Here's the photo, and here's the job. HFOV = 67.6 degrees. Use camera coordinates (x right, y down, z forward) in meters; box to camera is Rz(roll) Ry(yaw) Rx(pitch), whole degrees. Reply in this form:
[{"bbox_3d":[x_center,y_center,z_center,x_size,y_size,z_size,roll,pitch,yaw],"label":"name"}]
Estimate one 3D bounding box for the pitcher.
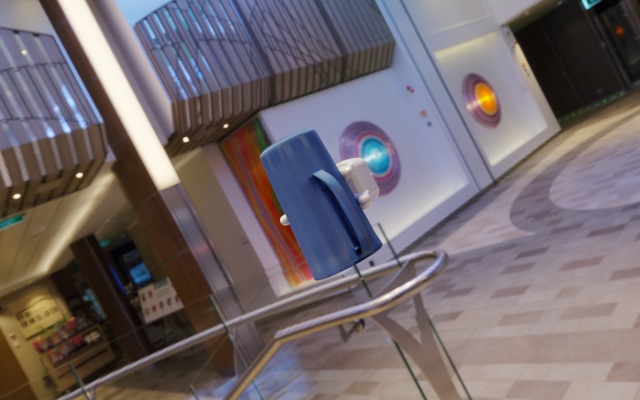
[{"bbox_3d":[0.000,0.003,0.812,0.149,0.243,0.145,-27,1,24],"label":"pitcher"}]
